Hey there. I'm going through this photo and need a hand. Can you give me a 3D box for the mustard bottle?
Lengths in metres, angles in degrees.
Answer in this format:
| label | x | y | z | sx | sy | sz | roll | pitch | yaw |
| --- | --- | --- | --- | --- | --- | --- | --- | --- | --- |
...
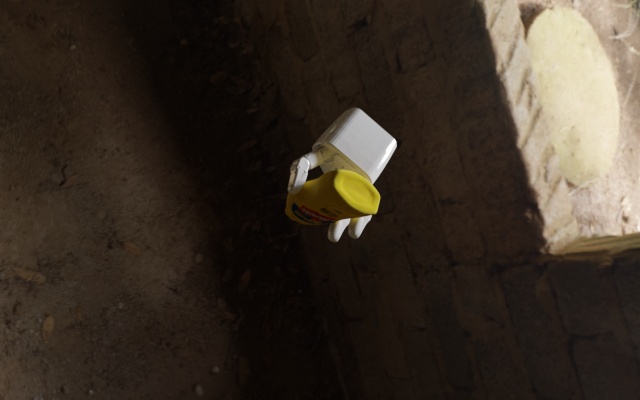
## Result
| label | x | y | z | sx | sy | sz | roll | pitch | yaw |
| --- | --- | --- | --- | --- | --- | --- | --- | --- | --- |
| mustard bottle | 0.000 | 0.003 | 0.781 | 0.096 | 0.058 | 0.191 | 27 | -25 | -30 |
